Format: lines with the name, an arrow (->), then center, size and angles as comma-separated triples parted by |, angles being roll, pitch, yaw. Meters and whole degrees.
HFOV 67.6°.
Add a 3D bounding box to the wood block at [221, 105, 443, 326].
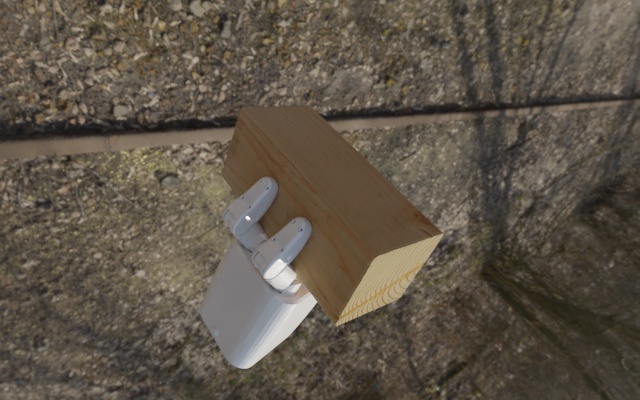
wood block -> 0.000, 0.002, 0.458 | 0.091, 0.090, 0.206 | -11, 48, -41
